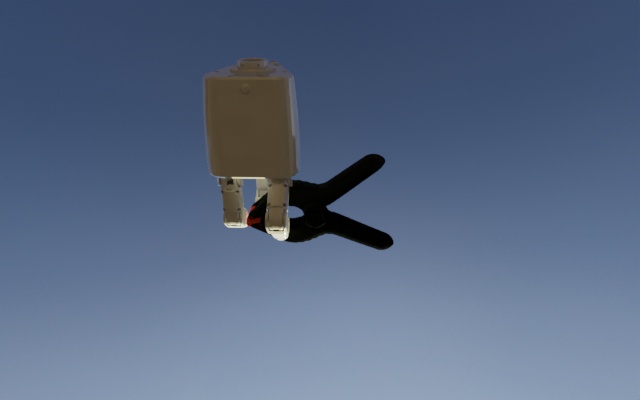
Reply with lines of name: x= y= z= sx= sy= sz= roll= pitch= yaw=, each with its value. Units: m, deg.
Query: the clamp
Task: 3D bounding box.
clamp: x=0.000 y=0.002 z=0.542 sx=0.171 sy=0.120 sz=0.039 roll=1 pitch=24 yaw=2
